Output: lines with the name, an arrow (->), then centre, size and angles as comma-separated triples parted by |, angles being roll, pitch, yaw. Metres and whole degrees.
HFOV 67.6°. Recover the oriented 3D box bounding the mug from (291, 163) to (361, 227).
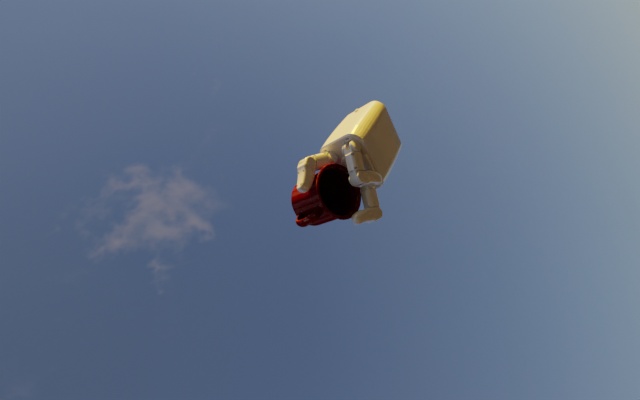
mug -> -0.001, 0.004, 0.777 | 0.081, 0.093, 0.117 | -22, 25, 48
